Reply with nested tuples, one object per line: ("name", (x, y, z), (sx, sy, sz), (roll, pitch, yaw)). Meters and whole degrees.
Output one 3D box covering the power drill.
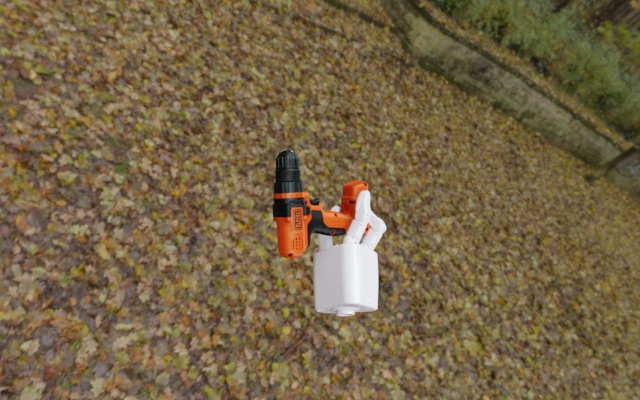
("power drill", (0.001, 0.003, 0.852), (0.187, 0.184, 0.057), (-3, 3, -36))
